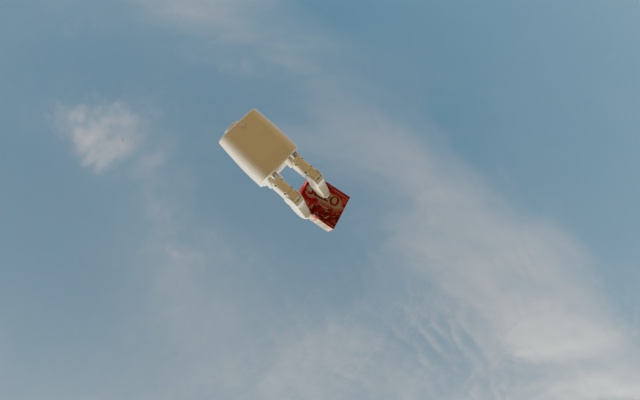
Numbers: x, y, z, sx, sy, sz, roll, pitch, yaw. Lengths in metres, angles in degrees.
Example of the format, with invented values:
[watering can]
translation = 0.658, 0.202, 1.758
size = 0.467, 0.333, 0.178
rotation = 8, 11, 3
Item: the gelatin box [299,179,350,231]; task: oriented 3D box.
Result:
[gelatin box]
translation = 0.000, 0.003, 0.884
size = 0.089, 0.073, 0.030
rotation = 33, -22, -13
